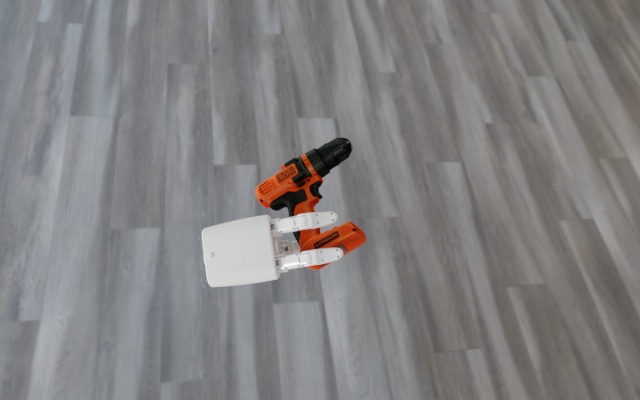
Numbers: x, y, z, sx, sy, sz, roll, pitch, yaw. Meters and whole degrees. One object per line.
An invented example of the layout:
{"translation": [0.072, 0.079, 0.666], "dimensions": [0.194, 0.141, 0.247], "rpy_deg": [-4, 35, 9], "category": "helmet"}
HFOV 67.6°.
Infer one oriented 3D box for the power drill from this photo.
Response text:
{"translation": [0.000, 0.003, 0.776], "dimensions": [0.184, 0.187, 0.057], "rpy_deg": [-32, -32, 8], "category": "power drill"}
